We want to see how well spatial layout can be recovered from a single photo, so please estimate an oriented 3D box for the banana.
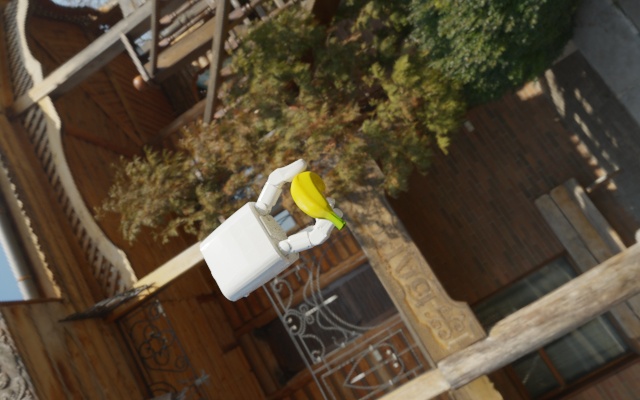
[{"bbox_3d":[-0.012,-0.009,0.674,0.037,0.070,0.197,-43,17,8],"label":"banana"}]
